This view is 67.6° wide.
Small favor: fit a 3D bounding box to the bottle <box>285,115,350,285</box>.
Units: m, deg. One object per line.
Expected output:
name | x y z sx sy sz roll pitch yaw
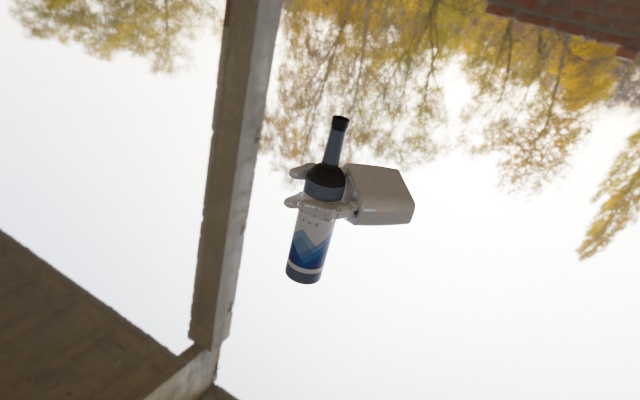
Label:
bottle | 0.000 0.003 0.792 0.069 0.296 0.069 11 26 -6
